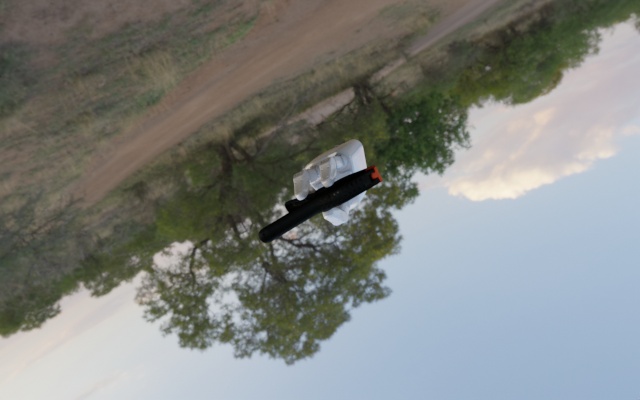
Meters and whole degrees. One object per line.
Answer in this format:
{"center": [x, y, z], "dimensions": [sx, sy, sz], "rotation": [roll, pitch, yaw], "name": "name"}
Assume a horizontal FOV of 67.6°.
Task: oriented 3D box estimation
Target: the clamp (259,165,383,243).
{"center": [0.001, 0.003, 0.783], "dimensions": [0.210, 0.036, 0.164], "rotation": [-24, 12, 25], "name": "clamp"}
